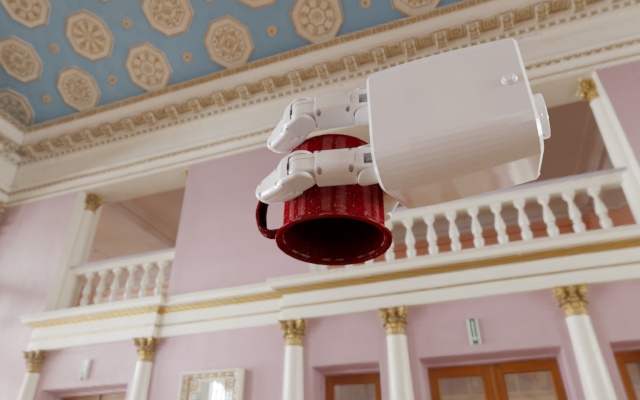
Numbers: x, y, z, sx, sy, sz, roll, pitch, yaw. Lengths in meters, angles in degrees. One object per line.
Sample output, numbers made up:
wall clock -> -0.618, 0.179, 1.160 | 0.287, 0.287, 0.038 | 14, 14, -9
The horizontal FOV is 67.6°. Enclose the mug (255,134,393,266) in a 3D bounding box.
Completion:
mug -> -0.001, 0.001, 0.403 | 0.117, 0.081, 0.093 | -11, -33, 19
